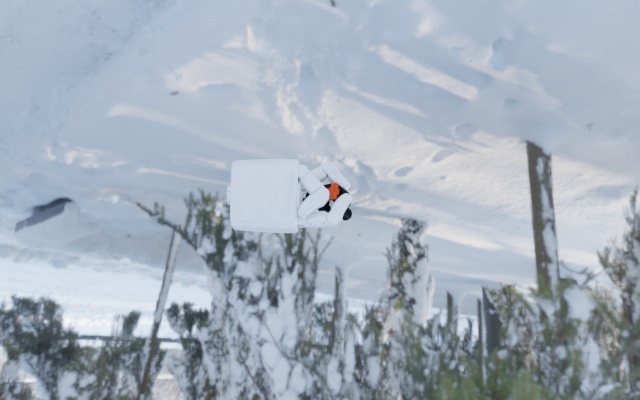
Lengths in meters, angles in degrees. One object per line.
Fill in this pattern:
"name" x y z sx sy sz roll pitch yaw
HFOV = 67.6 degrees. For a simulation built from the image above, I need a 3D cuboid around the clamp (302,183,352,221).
"clamp" 0.000 0.003 0.852 0.120 0.039 0.171 0 -17 1
